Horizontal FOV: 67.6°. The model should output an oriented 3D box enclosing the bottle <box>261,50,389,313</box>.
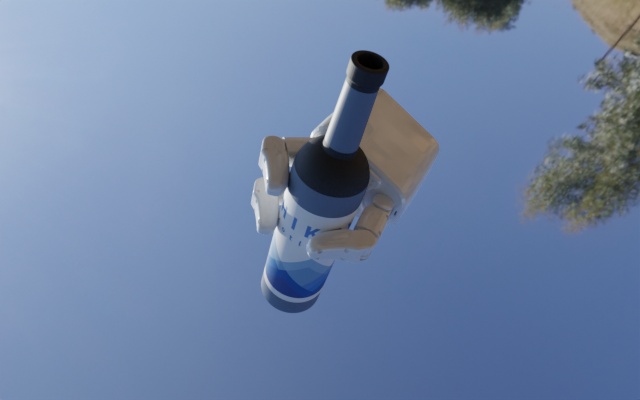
[{"bbox_3d":[0.000,0.002,0.429,0.069,0.069,0.296,0,-40,-17],"label":"bottle"}]
